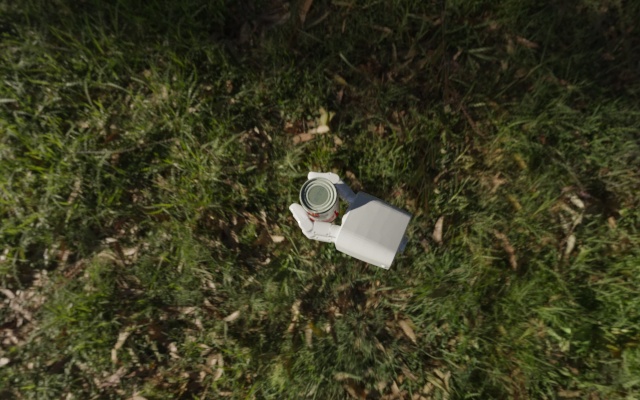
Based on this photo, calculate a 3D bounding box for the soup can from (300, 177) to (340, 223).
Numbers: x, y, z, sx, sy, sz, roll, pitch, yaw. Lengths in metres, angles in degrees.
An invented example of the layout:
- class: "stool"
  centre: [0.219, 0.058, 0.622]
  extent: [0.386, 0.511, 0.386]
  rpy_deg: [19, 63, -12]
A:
- class: "soup can"
  centre: [0.000, 0.003, 0.876]
  extent: [0.068, 0.068, 0.102]
  rpy_deg: [0, -14, 4]
